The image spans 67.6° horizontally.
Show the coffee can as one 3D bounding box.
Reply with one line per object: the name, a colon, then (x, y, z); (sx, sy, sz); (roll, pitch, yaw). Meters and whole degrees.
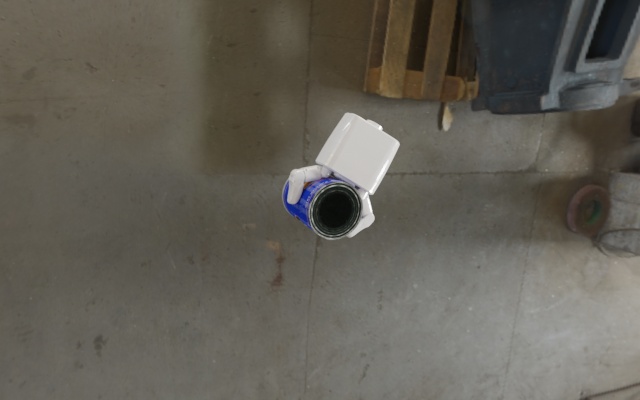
coffee can: (0.000, 0.003, 0.872); (0.103, 0.103, 0.140); (0, 13, -24)
